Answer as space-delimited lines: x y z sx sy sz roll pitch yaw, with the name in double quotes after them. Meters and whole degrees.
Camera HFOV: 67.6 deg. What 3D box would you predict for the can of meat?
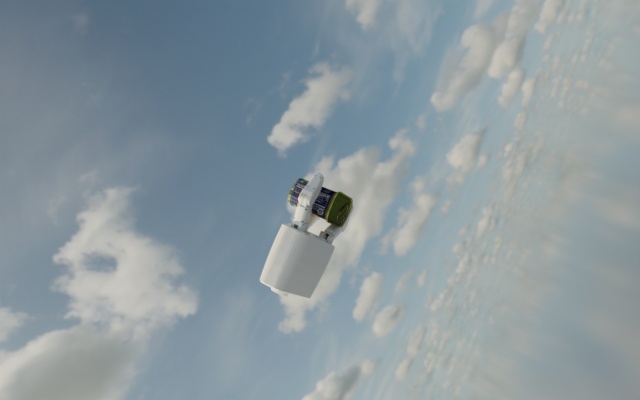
0.000 0.003 0.852 0.084 0.057 0.102 22 -1 22 "can of meat"
